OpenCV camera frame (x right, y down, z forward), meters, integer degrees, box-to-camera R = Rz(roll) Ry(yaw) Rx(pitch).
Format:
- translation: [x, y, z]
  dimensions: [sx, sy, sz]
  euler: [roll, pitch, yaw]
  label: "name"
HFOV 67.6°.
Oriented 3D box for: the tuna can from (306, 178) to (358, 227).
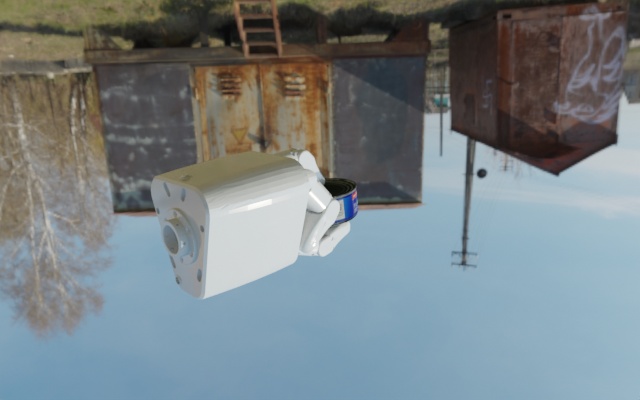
- translation: [0.000, 0.002, 0.546]
  dimensions: [0.086, 0.034, 0.086]
  euler: [-6, 17, 2]
  label: "tuna can"
